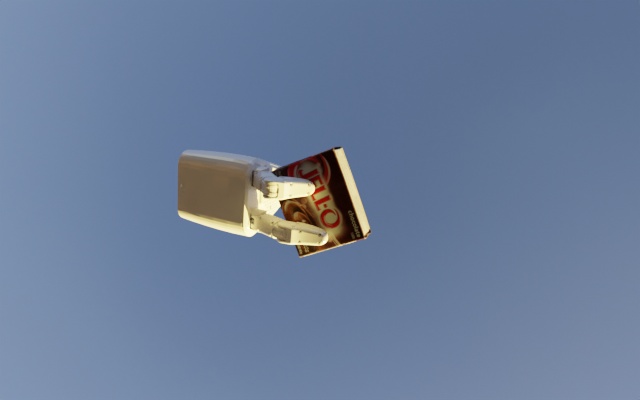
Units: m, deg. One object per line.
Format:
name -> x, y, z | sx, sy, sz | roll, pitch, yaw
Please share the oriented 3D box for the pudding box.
pudding box -> 0.000, 0.002, 0.574 | 0.090, 0.113, 0.039 | -19, 5, 25
